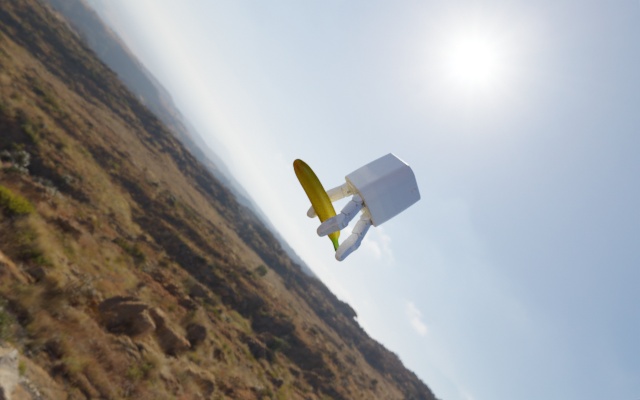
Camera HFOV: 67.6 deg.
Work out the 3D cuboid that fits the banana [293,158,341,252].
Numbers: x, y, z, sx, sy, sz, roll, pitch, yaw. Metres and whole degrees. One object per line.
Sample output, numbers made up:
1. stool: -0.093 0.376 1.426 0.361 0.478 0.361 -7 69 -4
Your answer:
1. banana: -0.002 -0.001 0.880 0.037 0.198 0.069 -27 23 0
